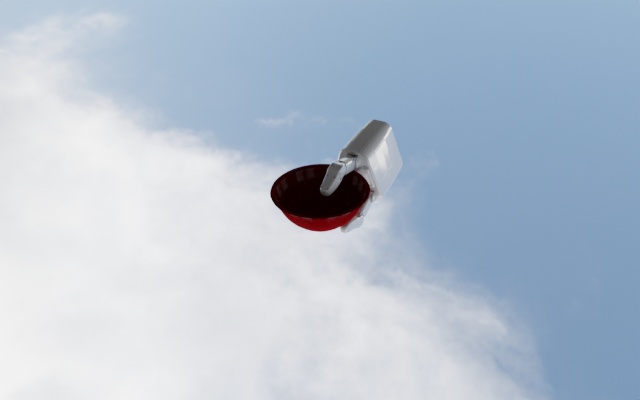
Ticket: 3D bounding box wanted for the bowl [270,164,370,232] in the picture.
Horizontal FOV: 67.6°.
[{"bbox_3d":[-0.001,0.003,0.784,0.162,0.055,0.162,-1,34,1],"label":"bowl"}]
